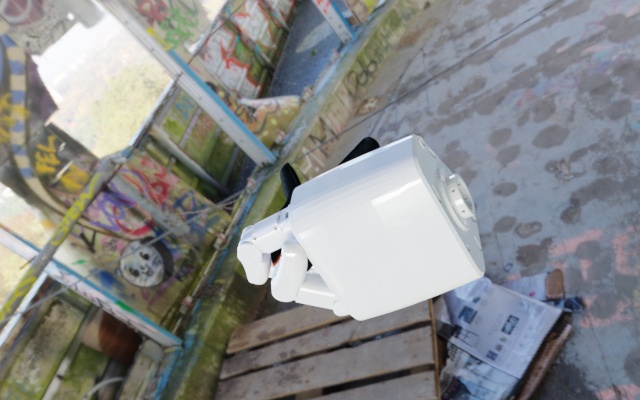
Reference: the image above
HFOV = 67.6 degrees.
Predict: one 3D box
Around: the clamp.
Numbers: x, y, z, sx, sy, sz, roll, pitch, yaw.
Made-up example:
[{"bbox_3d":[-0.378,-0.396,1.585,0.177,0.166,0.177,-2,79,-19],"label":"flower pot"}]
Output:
[{"bbox_3d":[0.000,0.001,0.459,0.120,0.171,0.039,-26,-56,27],"label":"clamp"}]
